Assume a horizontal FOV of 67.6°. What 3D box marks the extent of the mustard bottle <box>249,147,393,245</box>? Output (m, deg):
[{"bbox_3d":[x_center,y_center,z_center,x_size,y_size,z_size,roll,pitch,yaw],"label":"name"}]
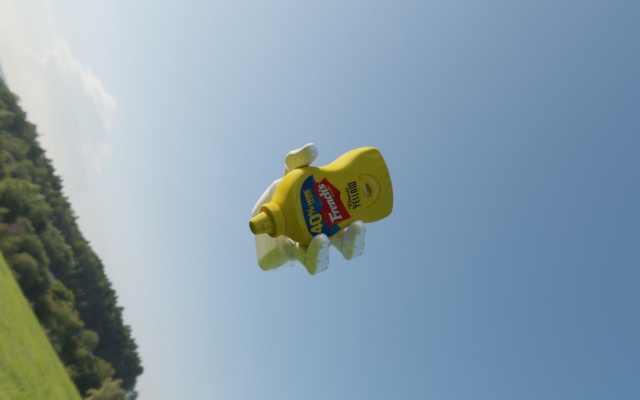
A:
[{"bbox_3d":[0.000,0.002,0.589,0.191,0.096,0.058,-20,15,-29],"label":"mustard bottle"}]
